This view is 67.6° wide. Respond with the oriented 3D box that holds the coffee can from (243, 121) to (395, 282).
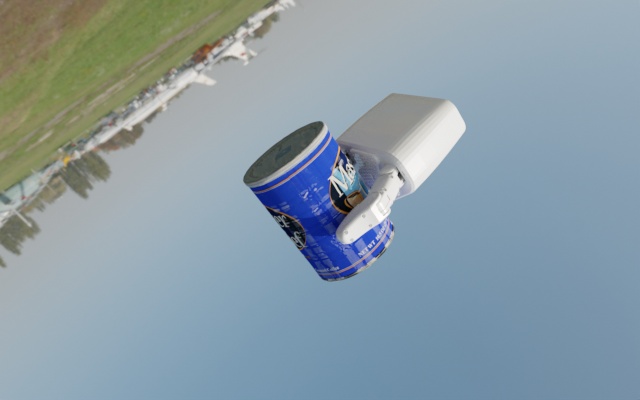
[{"bbox_3d":[0.000,0.002,0.513,0.103,0.140,0.102,-31,21,13],"label":"coffee can"}]
